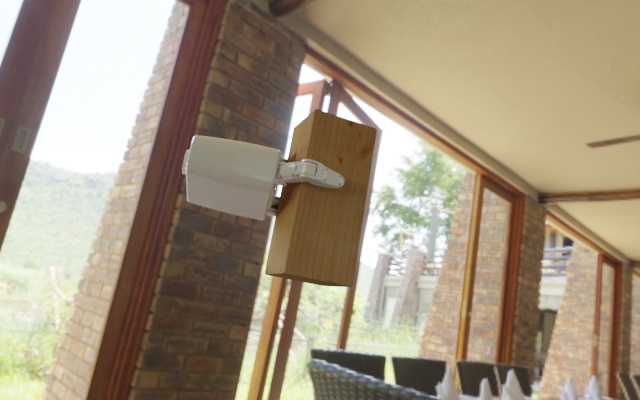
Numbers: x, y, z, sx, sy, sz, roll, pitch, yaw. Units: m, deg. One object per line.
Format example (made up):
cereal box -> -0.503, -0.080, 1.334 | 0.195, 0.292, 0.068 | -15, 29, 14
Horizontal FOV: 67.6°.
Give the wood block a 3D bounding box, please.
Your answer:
wood block -> 0.000, 0.002, 0.619 | 0.090, 0.206, 0.091 | 15, -13, -20
